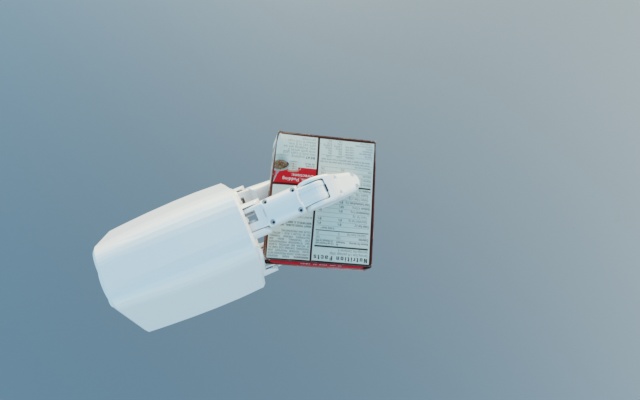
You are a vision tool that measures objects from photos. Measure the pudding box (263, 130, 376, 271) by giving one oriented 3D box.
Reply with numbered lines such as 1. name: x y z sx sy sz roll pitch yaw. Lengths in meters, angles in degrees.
1. pudding box: 0.000 0.001 0.409 0.090 0.113 0.039 6 -11 -7
